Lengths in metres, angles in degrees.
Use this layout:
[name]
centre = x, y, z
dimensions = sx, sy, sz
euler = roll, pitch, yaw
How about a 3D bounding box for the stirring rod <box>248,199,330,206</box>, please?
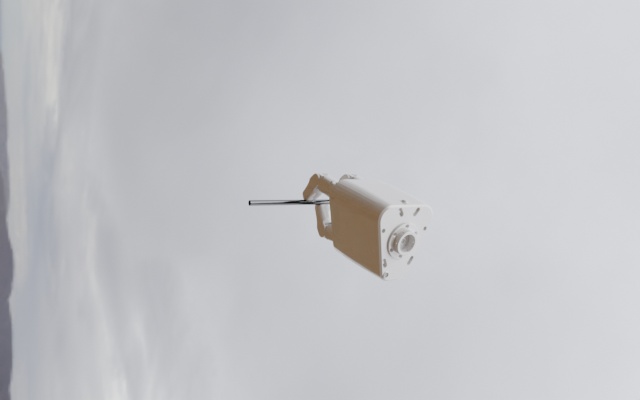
[stirring rod]
centre = 0.000, 0.002, 0.739
dimensions = 0.239, 0.011, 0.011
euler = -1, 0, -34
